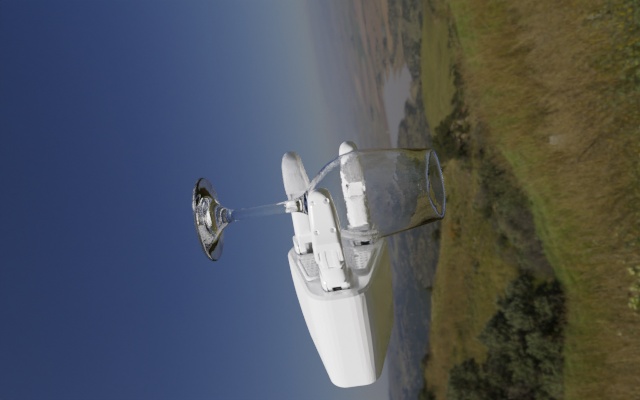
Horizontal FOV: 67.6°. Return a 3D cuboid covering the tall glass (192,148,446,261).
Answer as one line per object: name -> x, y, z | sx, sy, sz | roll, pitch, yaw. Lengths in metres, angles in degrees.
tall glass -> -0.001, 0.001, 0.410 | 0.201, 0.079, 0.079 | -9, -1, 5
